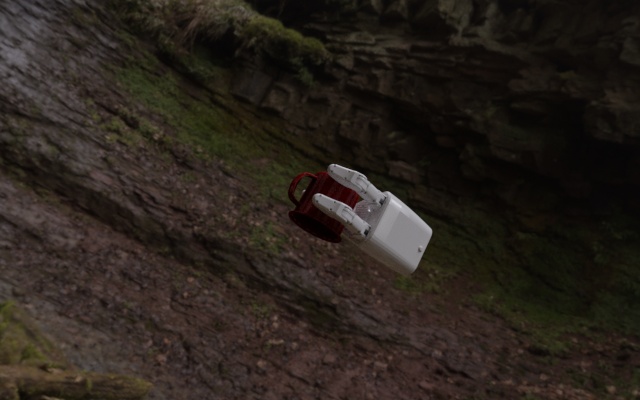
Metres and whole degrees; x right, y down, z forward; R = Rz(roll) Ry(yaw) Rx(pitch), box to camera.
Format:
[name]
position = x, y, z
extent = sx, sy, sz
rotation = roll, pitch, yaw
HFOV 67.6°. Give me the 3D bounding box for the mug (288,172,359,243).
[mug]
position = -0.001, 0.001, 0.745
extent = 0.117, 0.081, 0.093
rotation = 37, -20, -24
